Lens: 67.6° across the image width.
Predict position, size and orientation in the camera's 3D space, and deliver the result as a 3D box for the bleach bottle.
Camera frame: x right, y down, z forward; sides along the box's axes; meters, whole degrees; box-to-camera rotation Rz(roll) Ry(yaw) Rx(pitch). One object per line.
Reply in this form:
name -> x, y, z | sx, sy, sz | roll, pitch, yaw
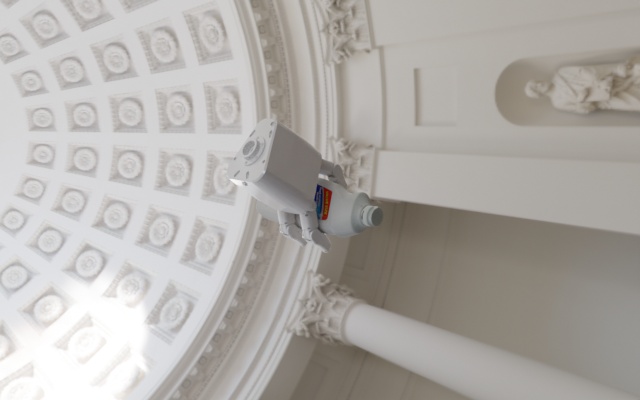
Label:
bleach bottle -> 0.000, 0.003, 0.797 | 0.251, 0.102, 0.068 | 9, -19, 45
